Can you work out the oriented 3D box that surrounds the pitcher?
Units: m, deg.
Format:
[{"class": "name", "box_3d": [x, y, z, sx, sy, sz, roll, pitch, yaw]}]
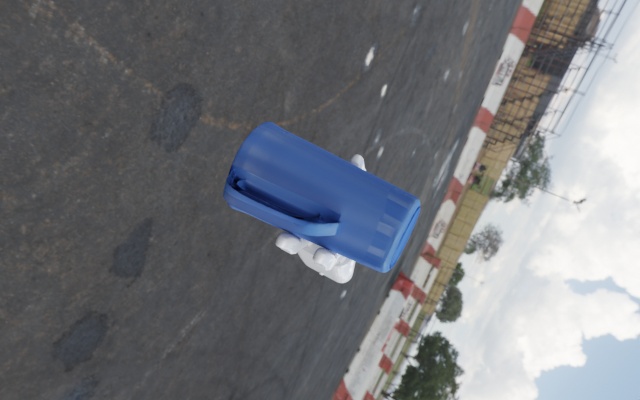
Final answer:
[{"class": "pitcher", "box_3d": [0.000, 0.002, 0.638, 0.243, 0.149, 0.145, 25, -20, 15]}]
